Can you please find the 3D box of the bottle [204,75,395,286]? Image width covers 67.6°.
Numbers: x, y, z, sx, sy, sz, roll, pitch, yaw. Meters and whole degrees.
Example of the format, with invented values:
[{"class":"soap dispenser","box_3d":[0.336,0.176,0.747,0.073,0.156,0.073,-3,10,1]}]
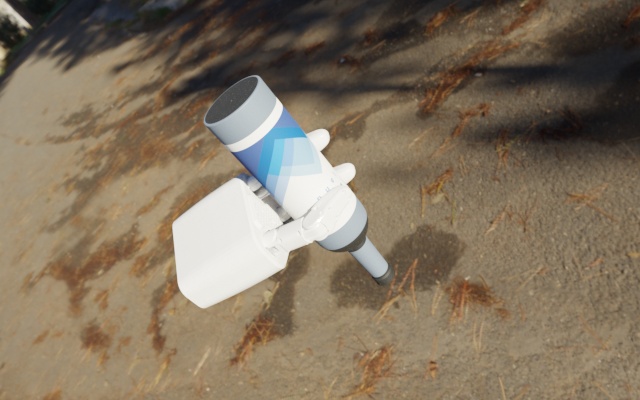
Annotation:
[{"class":"bottle","box_3d":[0.000,0.001,0.513,0.069,0.069,0.296,0,-39,45]}]
